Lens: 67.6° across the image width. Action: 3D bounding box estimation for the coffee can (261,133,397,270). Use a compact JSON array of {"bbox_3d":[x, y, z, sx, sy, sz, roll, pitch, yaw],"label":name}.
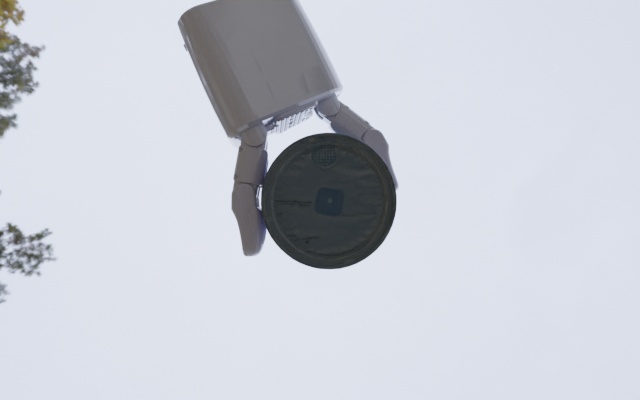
[{"bbox_3d":[0.000,0.002,0.424,0.103,0.103,0.140,0,-1,-6],"label":"coffee can"}]
